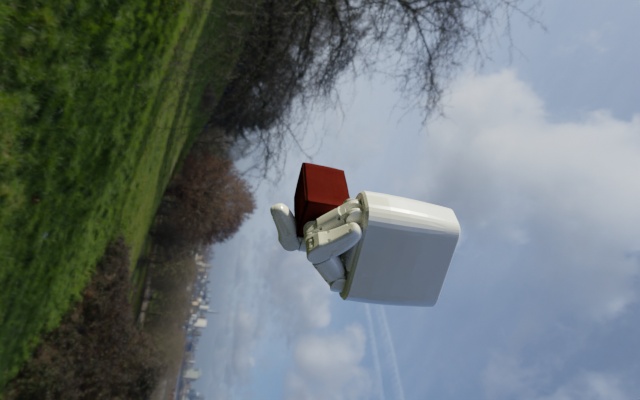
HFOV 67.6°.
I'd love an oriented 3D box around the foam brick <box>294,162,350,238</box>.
[{"bbox_3d":[0.000,0.002,0.545,0.051,0.053,0.078,9,36,-12],"label":"foam brick"}]
